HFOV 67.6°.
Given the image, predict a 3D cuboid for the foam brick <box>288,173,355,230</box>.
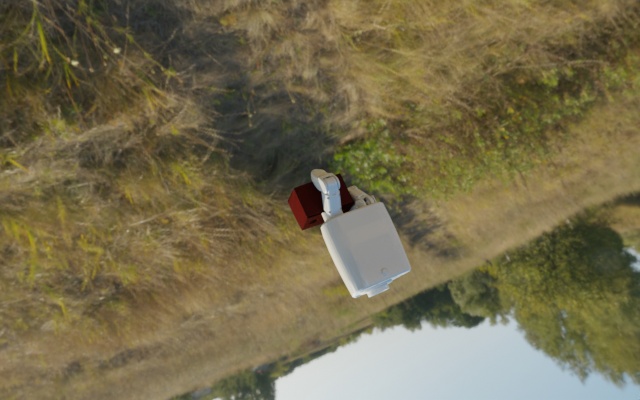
[{"bbox_3d":[0.000,0.002,0.701,0.078,0.051,0.053,-19,-17,-19],"label":"foam brick"}]
